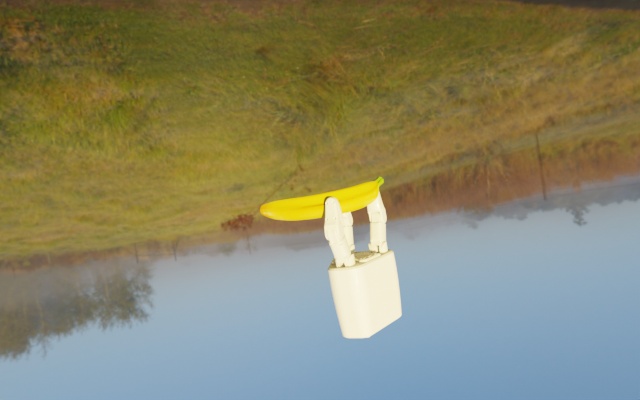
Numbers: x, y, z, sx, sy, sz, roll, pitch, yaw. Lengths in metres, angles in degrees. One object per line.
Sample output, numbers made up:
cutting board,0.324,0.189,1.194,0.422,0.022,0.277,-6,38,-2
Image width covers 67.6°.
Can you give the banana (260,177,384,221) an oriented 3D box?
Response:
banana,0.004,0.004,0.717,0.198,0.037,0.069,-12,8,1
